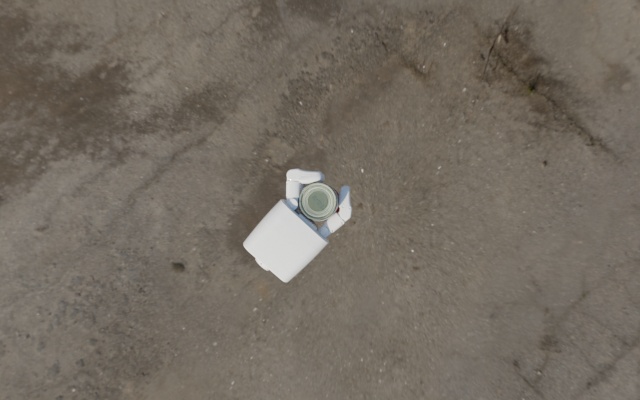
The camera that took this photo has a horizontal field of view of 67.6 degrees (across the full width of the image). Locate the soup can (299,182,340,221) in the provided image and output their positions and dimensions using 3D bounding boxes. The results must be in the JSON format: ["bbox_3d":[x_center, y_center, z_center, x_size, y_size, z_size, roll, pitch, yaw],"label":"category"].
[{"bbox_3d":[0.001,0.003,0.862,0.068,0.068,0.102,0,-2,6],"label":"soup can"}]
